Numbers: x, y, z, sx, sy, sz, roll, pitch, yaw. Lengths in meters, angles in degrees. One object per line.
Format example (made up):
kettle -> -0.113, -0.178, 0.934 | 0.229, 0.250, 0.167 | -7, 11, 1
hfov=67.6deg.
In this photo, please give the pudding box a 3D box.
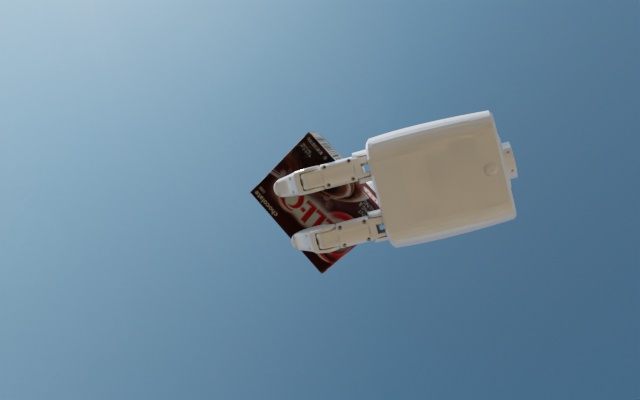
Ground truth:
pudding box -> 0.000, 0.001, 0.477 | 0.090, 0.113, 0.039 | -43, -7, 19
